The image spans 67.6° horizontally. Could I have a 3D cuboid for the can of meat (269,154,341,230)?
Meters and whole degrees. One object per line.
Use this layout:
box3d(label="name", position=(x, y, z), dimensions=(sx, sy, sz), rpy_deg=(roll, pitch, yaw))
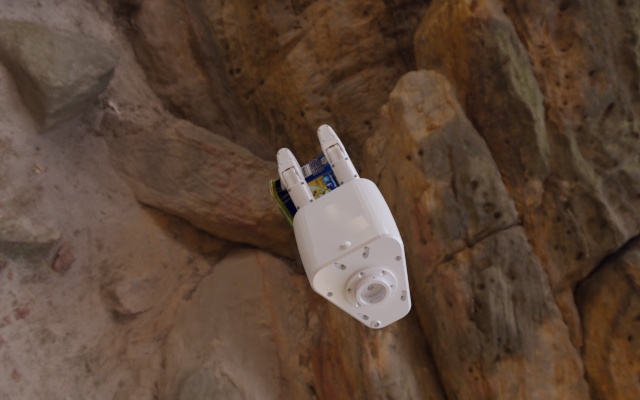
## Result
box3d(label="can of meat", position=(0.000, 0.002, 0.577), dimensions=(0.084, 0.102, 0.057), rpy_deg=(-29, 27, 7))
